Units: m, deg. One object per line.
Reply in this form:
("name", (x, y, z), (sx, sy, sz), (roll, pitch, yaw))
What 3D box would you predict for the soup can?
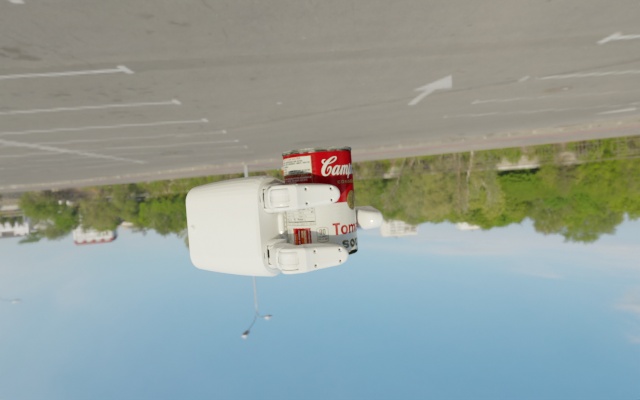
("soup can", (0.001, 0.002, 0.466), (0.068, 0.102, 0.068), (-4, 2, 0))
